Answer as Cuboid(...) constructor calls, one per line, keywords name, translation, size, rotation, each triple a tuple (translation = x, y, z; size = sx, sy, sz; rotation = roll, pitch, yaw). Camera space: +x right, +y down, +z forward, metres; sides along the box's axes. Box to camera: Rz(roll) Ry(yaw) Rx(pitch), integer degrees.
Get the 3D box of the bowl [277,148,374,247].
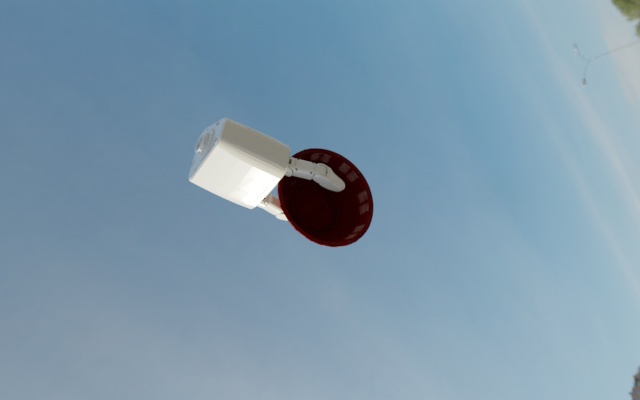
Cuboid(name="bowl", translation=(0.001, 0.003, 0.740), size=(0.162, 0.162, 0.055), rotation=(0, -22, -27))
